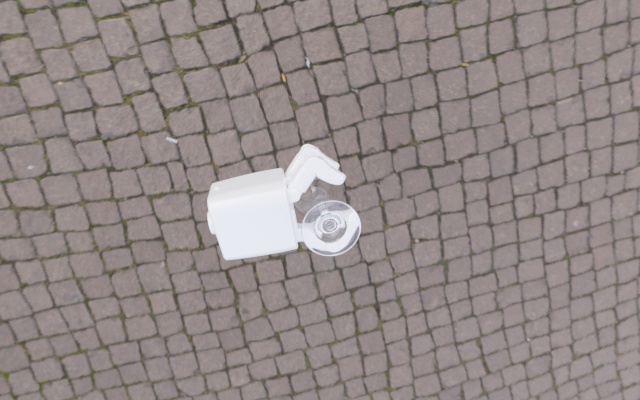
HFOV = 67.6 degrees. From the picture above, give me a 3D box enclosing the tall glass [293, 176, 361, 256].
[{"bbox_3d":[0.000,0.002,0.677,0.079,0.079,0.201,0,19,-8],"label":"tall glass"}]
